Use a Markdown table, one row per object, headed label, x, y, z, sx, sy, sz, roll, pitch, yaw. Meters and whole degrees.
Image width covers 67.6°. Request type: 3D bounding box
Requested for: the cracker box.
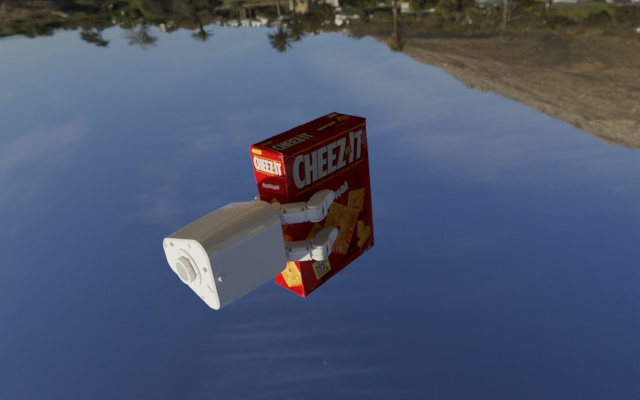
| label | x | y | z | sx | sy | sz | roll | pitch | yaw |
| --- | --- | --- | --- | --- | --- | --- | --- | --- | --- |
| cracker box | 0.000 | 0.002 | 0.676 | 0.072 | 0.214 | 0.164 | 18 | 36 | 40 |
